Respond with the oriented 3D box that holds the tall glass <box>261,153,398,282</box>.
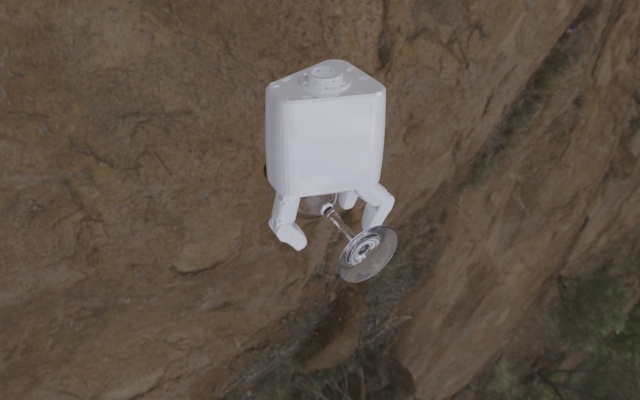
[{"bbox_3d":[0.000,0.002,0.560,0.079,0.079,0.201,0,33,-37],"label":"tall glass"}]
